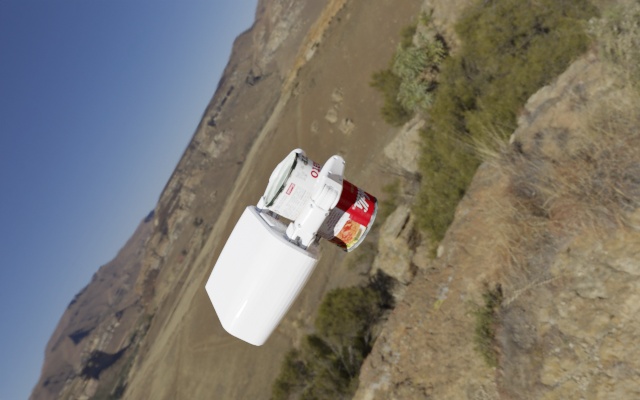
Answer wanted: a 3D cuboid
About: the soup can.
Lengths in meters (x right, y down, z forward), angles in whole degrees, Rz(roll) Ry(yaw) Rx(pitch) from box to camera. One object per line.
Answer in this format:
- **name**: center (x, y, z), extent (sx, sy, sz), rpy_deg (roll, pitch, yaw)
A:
- **soup can**: center (0.000, 0.001, 0.506), extent (0.102, 0.068, 0.068), rpy_deg (30, -8, -14)
